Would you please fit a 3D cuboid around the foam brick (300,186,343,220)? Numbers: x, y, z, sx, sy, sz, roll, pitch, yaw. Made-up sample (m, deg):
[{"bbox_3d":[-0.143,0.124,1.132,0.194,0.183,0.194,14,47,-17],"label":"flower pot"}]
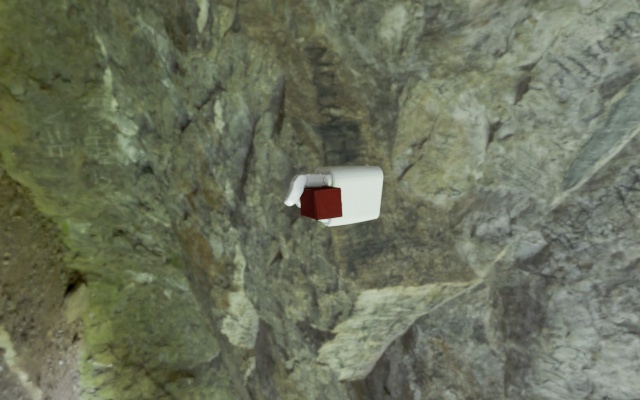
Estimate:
[{"bbox_3d":[0.000,0.003,0.840,0.051,0.053,0.078,-6,7,-21],"label":"foam brick"}]
